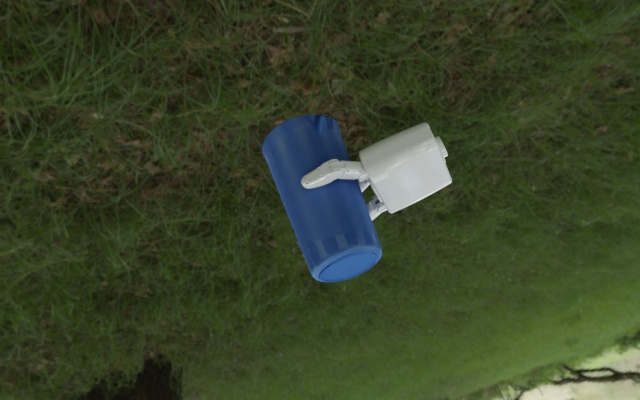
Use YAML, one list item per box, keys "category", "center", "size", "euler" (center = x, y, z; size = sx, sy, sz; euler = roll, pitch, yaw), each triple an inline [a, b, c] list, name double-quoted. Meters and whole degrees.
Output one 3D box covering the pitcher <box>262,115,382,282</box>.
- category: "pitcher"
  center: [0.000, 0.002, 0.743]
  size: [0.145, 0.242, 0.149]
  euler: [-25, -28, 10]
